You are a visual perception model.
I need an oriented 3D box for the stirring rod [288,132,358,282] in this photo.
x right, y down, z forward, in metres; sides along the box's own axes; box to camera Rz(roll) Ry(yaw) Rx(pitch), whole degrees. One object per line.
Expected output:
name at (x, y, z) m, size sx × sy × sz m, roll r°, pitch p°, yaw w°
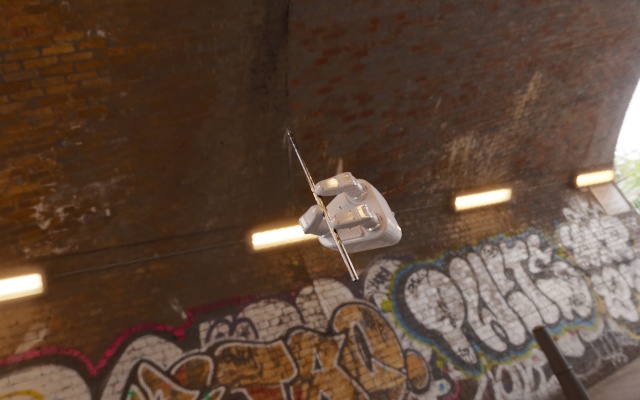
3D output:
stirring rod at (0.000, 0.002, 0.664) m, size 0.011 × 0.239 × 0.011 m, roll -20°, pitch -23°, yaw -9°
